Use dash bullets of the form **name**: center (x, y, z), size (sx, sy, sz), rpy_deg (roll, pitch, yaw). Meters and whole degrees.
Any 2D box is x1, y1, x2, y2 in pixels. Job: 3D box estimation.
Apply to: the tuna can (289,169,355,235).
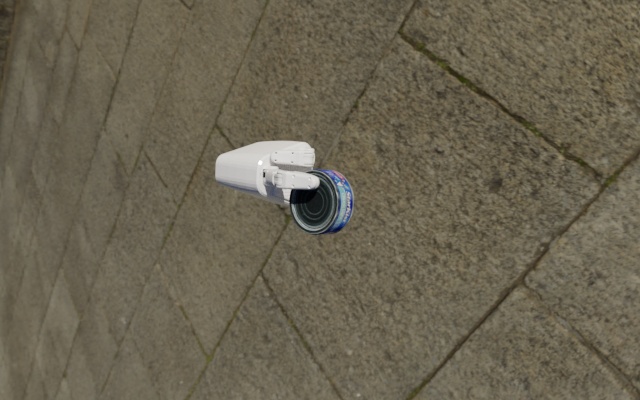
- **tuna can**: center (0.000, 0.002, 0.622), size (0.086, 0.086, 0.034), rpy_deg (0, 0, 39)
